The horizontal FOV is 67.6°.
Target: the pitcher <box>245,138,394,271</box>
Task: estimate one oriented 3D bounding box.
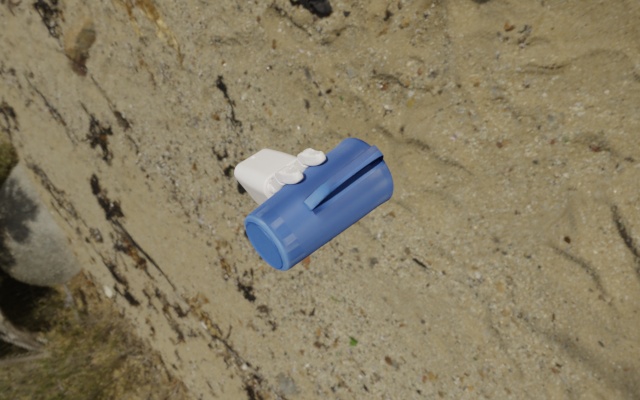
[{"bbox_3d":[0.000,0.003,0.791,0.242,0.149,0.145,-37,38,-27],"label":"pitcher"}]
